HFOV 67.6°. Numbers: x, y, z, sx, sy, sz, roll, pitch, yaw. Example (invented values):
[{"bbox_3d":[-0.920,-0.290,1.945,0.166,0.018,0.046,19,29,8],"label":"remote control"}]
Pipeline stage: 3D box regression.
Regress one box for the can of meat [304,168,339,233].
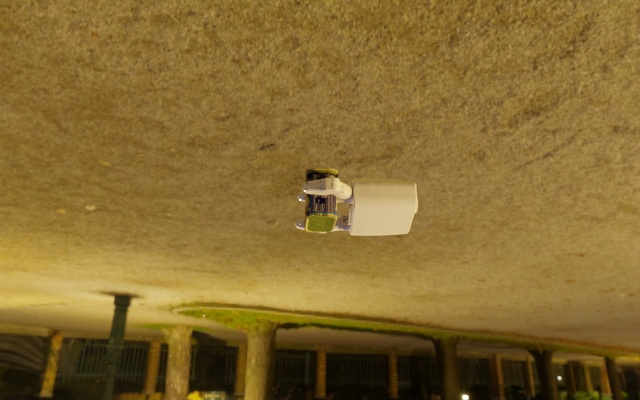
[{"bbox_3d":[0.000,0.003,0.820,0.057,0.084,0.102,1,-20,-3],"label":"can of meat"}]
